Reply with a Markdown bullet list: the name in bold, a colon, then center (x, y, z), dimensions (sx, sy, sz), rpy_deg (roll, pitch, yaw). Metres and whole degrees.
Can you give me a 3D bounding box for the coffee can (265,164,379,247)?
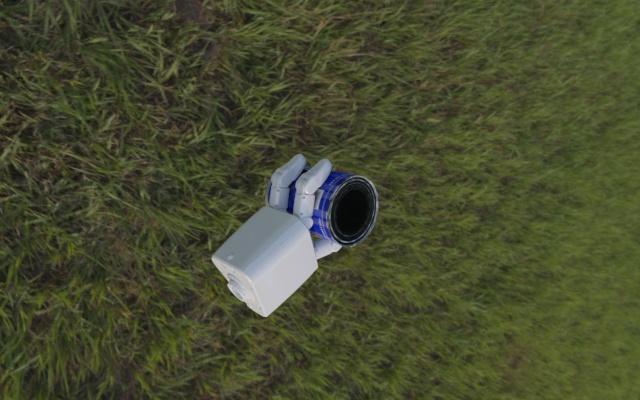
- **coffee can**: center (0.000, 0.002, 0.709), dimensions (0.103, 0.103, 0.140), rpy_deg (0, 11, -43)
